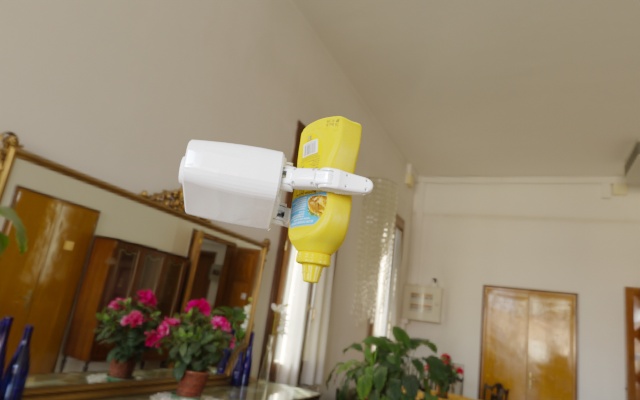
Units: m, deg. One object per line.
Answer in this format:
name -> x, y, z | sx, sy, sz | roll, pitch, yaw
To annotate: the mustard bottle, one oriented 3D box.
mustard bottle -> 0.000, 0.002, 0.571 | 0.058, 0.191, 0.096 | 17, -16, -32
